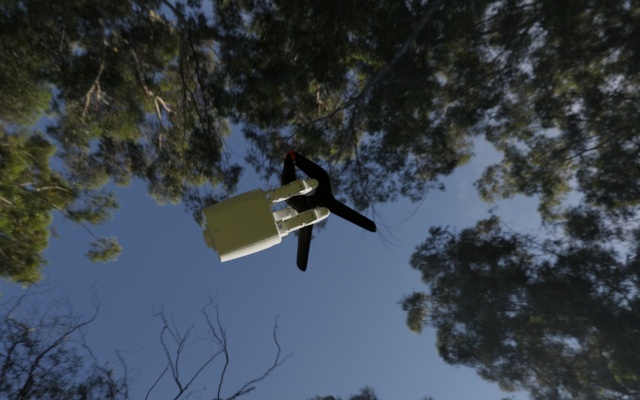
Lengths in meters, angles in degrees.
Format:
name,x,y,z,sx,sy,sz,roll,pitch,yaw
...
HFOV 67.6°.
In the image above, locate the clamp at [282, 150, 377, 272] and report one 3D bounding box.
name,x,y,z,sx,sy,sz,roll,pitch,yaw
clamp,0.000,0.003,0.863,0.164,0.210,0.036,-20,-6,-19
